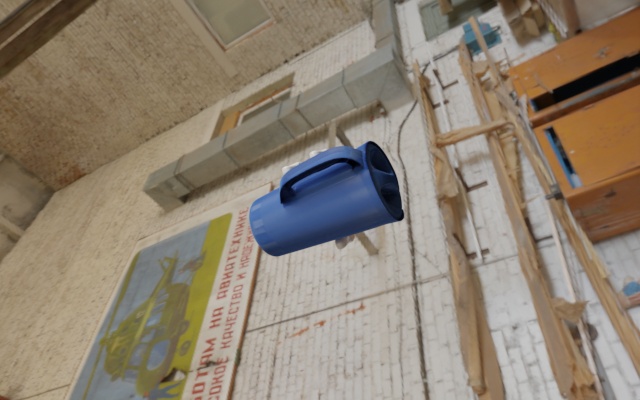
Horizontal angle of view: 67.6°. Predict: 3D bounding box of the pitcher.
[{"bbox_3d":[0.000,0.003,0.777,0.243,0.149,0.145,-22,8,24],"label":"pitcher"}]
